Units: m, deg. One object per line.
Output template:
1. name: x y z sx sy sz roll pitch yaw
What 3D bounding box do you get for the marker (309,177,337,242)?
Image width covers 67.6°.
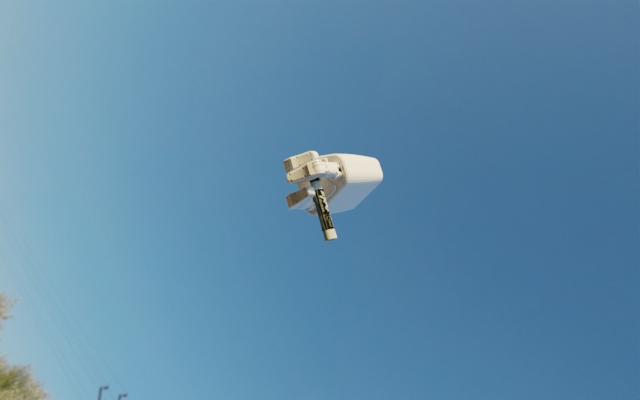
1. marker: 0.000 0.002 0.729 0.020 0.121 0.020 -15 -11 -3
